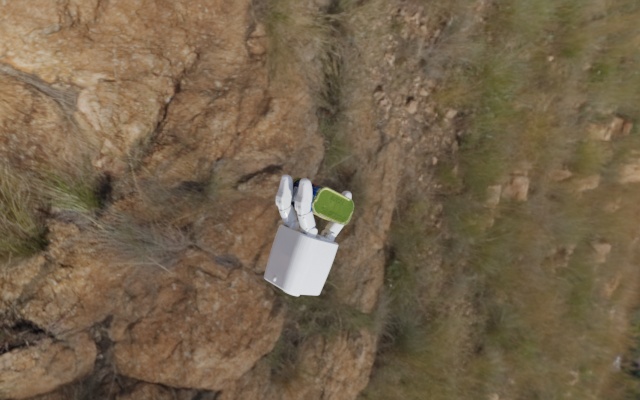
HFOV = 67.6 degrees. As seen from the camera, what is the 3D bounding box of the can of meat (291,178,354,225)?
[{"bbox_3d":[0.000,0.003,0.880,0.102,0.057,0.084,25,-4,-40],"label":"can of meat"}]
